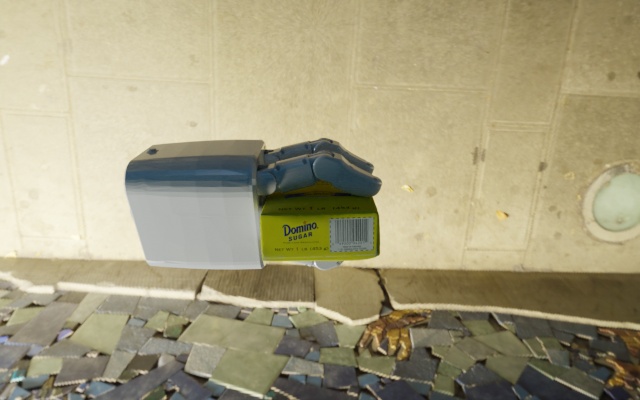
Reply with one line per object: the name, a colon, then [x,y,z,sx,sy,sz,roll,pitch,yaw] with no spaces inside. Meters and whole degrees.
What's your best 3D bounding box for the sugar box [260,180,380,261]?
sugar box: [0.000,0.001,0.446,0.093,0.048,0.176,-1,20,0]
